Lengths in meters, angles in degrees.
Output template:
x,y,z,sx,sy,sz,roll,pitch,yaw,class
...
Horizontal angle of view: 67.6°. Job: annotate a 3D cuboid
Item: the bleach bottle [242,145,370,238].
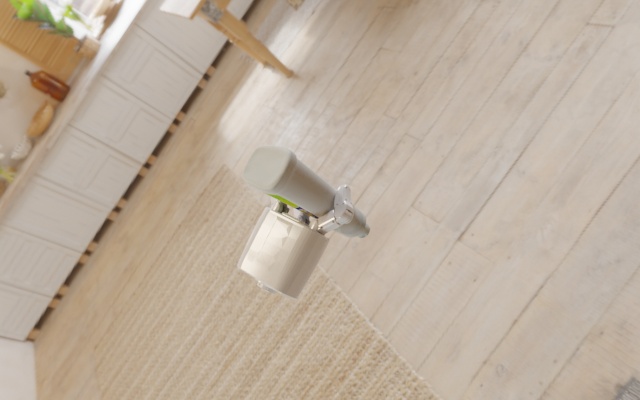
x,y,z,sx,sy,sz,roll,pitch,yaw,class
0.000,0.002,0.752,0.251,0.068,0.102,33,-9,-40,bleach bottle
